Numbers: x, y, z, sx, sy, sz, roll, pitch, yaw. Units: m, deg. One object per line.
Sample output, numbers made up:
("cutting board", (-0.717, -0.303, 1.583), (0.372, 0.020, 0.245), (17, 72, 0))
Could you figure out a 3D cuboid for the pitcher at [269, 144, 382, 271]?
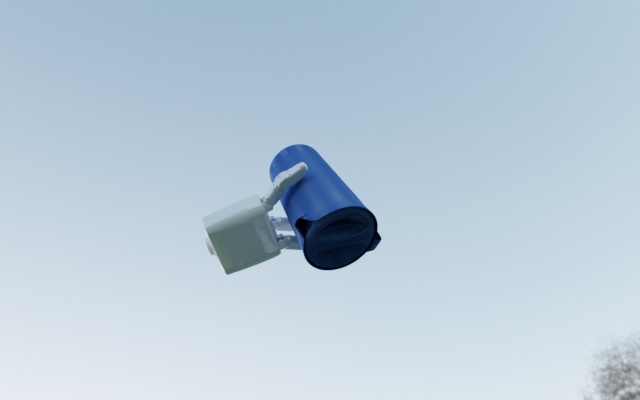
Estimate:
("pitcher", (0.000, 0.003, 0.863), (0.145, 0.149, 0.242), (-24, 42, -8))
